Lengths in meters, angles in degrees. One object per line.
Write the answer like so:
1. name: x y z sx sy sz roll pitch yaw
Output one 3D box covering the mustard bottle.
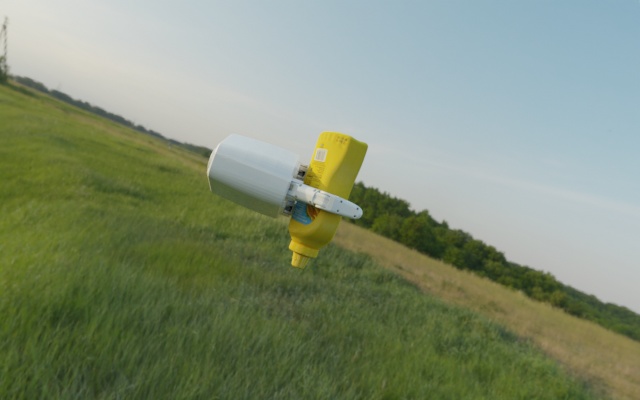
1. mustard bottle: 0.001 0.002 0.663 0.058 0.191 0.096 20 1 -28
